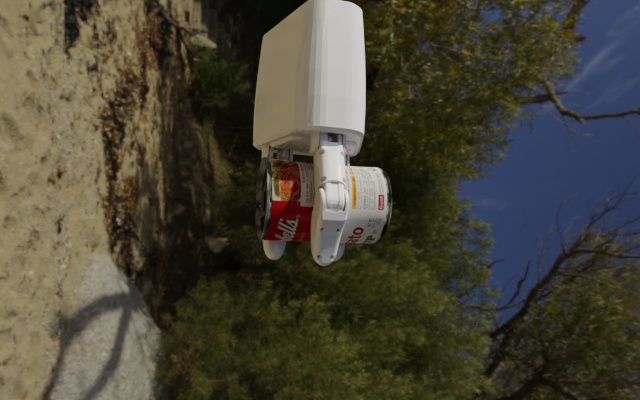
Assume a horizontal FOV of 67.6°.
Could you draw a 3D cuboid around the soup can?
[{"bbox_3d":[0.000,0.002,0.401,0.102,0.068,0.068,3,-1,-15],"label":"soup can"}]
